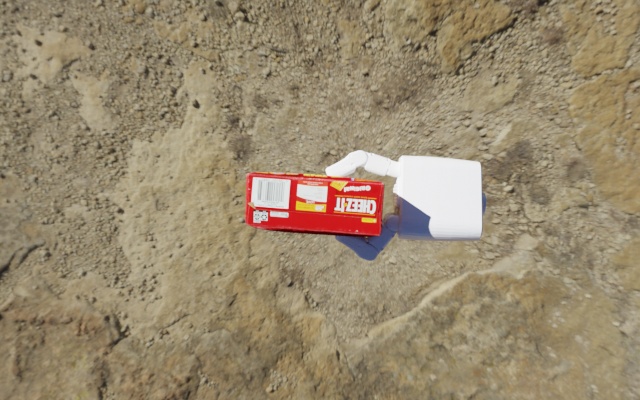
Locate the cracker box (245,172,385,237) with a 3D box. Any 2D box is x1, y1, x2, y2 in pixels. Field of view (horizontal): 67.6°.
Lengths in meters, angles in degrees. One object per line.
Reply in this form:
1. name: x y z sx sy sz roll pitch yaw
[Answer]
1. cracker box: 0.000 0.002 0.659 0.164 0.072 0.213 4 2 4
